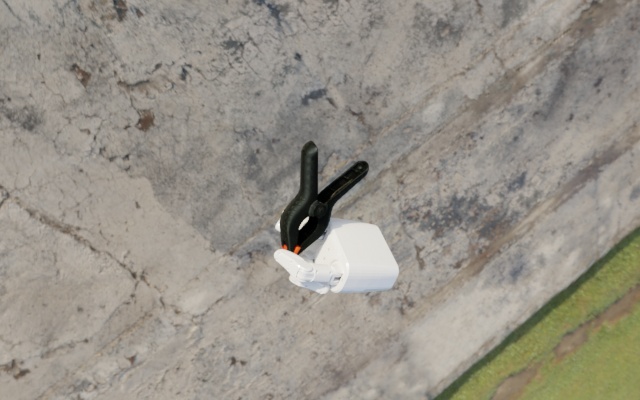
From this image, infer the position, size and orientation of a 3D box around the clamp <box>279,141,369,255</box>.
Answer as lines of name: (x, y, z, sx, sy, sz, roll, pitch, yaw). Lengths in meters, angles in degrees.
clamp: (0.000, 0.003, 0.675, 0.120, 0.171, 0.039, 7, 26, -34)
